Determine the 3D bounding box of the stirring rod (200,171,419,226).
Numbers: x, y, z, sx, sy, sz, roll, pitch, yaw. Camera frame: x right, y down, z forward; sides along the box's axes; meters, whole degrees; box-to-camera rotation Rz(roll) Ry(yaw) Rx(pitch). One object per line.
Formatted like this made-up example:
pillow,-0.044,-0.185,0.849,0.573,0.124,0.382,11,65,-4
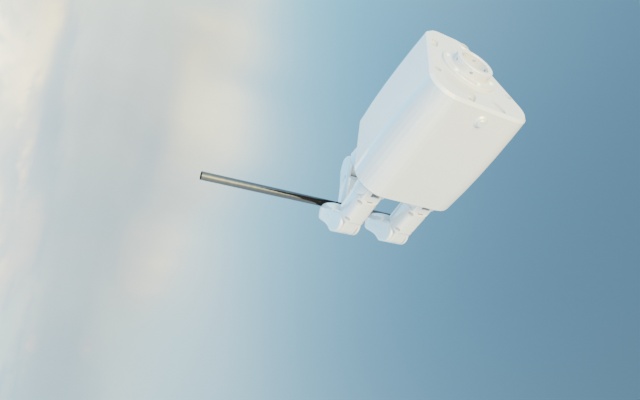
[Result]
stirring rod,0.000,0.001,0.476,0.239,0.011,0.011,13,-5,-25
